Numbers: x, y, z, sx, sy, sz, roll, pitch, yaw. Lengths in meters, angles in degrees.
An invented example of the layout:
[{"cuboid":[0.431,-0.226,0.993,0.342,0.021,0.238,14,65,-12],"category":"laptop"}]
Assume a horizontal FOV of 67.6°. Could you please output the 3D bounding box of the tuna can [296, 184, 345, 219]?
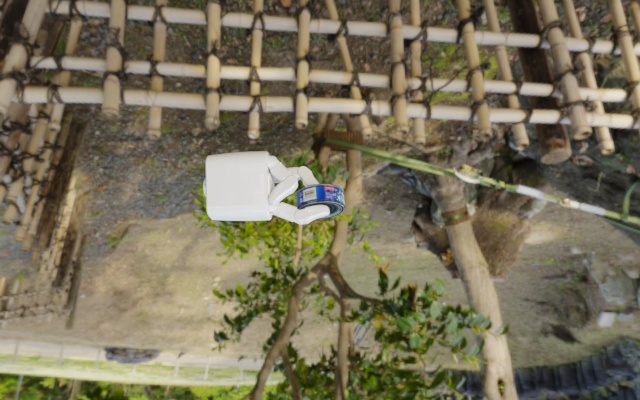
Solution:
[{"cuboid":[0.000,0.003,0.844,0.086,0.033,0.086,-4,-22,-1],"category":"tuna can"}]
